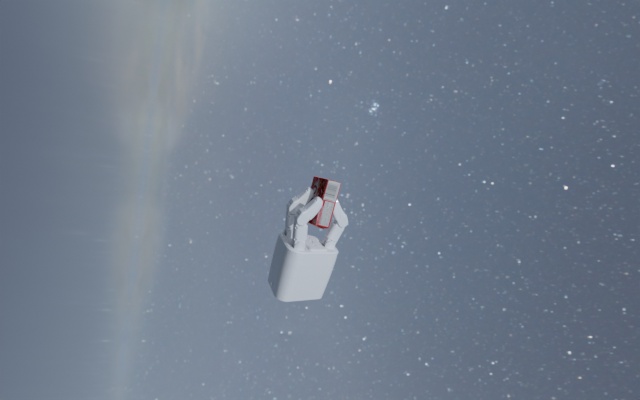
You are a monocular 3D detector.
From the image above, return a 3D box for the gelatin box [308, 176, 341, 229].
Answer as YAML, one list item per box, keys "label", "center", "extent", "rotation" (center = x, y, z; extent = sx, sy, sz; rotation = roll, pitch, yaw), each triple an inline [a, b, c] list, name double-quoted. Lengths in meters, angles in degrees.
- label: "gelatin box"
  center: [0.001, 0.003, 0.885]
  extent: [0.030, 0.089, 0.073]
  rotation: [15, 1, -23]
